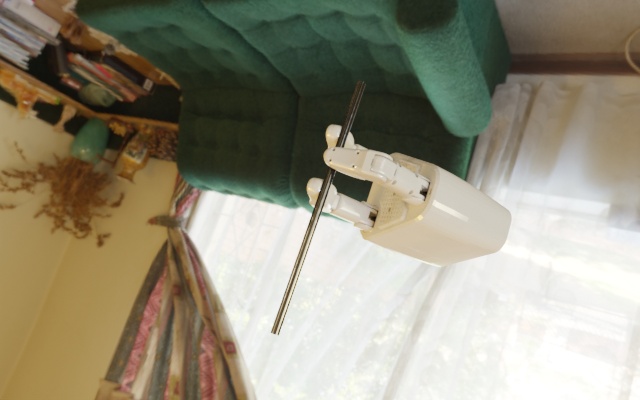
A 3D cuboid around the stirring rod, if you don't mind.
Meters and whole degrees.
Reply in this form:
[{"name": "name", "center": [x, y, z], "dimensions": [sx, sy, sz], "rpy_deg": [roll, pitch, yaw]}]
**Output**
[{"name": "stirring rod", "center": [0.000, 0.001, 0.426], "dimensions": [0.011, 0.239, 0.011], "rpy_deg": [18, -11, 4]}]
